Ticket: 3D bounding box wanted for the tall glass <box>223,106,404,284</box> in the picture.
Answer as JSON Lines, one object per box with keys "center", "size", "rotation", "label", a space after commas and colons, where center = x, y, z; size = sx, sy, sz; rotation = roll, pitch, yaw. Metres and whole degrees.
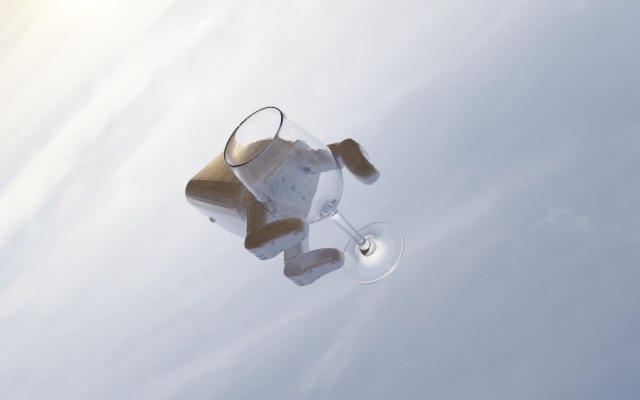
{"center": [0.001, 0.002, 0.446], "size": [0.079, 0.079, 0.201], "rotation": [0, -33, 41], "label": "tall glass"}
